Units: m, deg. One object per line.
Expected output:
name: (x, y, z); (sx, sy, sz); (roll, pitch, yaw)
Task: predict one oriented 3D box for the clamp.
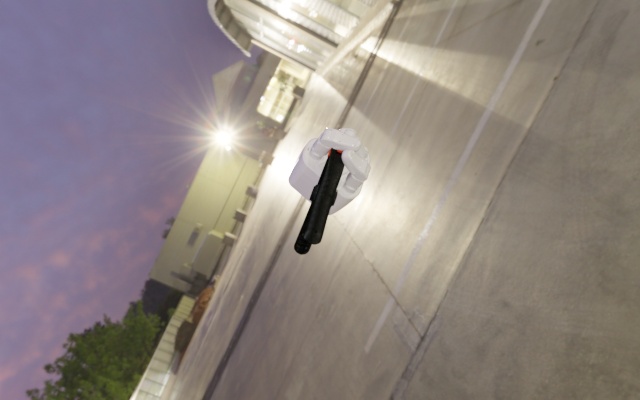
clamp: (0.000, 0.002, 0.712); (0.039, 0.171, 0.120); (26, -26, -10)
